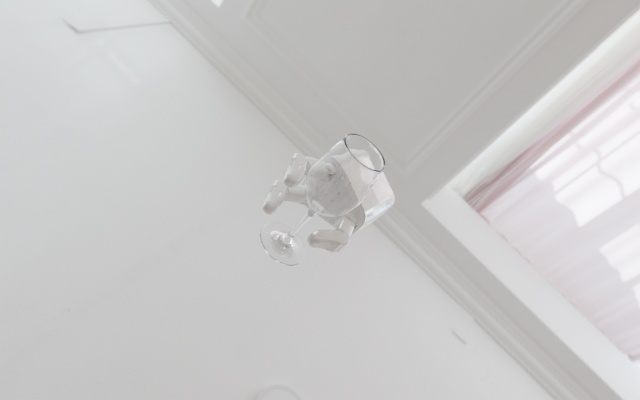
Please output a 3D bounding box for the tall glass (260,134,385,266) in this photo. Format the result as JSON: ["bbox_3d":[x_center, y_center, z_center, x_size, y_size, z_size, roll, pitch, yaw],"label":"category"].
[{"bbox_3d":[0.000,0.003,0.633,0.079,0.079,0.201,0,-37,-43],"label":"tall glass"}]
